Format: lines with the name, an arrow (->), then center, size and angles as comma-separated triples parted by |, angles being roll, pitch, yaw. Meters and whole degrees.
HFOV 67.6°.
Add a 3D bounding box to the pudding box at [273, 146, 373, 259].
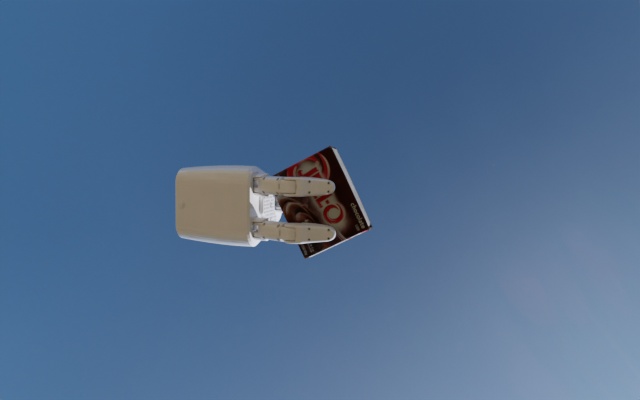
pudding box -> 0.000, 0.002, 0.588 | 0.090, 0.113, 0.039 | -26, -2, 15
